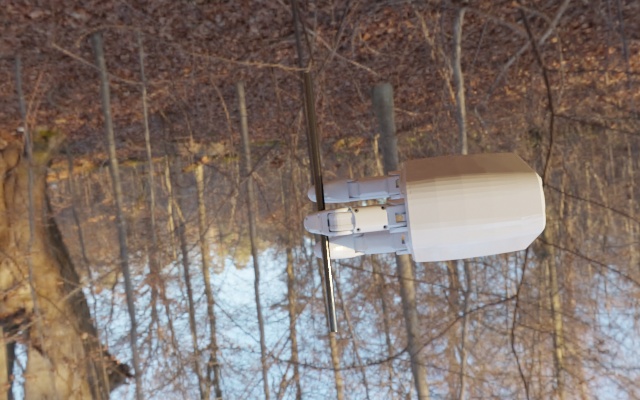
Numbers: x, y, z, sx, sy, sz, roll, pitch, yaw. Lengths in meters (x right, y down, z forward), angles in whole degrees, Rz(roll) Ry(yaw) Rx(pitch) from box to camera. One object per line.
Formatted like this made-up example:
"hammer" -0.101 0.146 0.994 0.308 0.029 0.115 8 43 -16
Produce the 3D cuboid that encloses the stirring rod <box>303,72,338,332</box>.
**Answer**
"stirring rod" 0.000 0.001 0.444 0.011 0.239 0.011 -6 0 0
